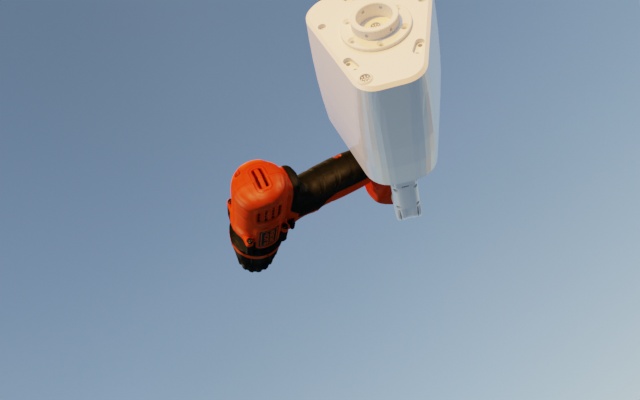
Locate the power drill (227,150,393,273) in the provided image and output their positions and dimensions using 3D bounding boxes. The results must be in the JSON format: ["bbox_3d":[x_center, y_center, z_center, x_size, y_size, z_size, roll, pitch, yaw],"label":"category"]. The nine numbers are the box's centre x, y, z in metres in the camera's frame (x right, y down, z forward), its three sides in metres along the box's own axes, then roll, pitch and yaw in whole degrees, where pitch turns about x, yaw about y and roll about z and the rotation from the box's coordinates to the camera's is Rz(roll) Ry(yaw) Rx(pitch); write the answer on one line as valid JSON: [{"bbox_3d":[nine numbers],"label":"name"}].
[{"bbox_3d":[0.000,0.001,0.469,0.187,0.057,0.184,-23,-20,-19],"label":"power drill"}]
